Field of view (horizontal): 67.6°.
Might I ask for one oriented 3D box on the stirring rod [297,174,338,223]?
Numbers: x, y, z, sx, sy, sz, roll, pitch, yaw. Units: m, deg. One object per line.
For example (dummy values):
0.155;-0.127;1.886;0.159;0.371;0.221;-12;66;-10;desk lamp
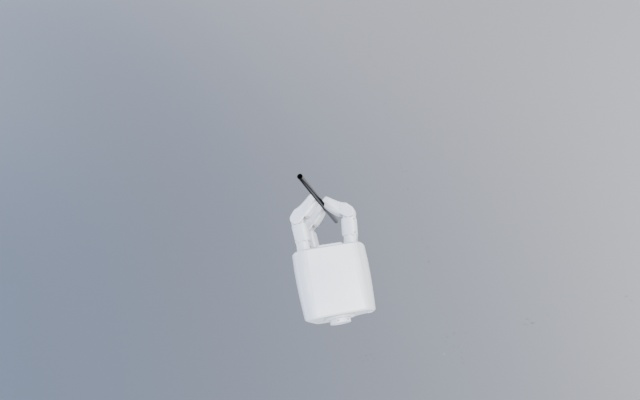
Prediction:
0.000;0.003;0.773;0.011;0.011;0.240;0;-17;15;stirring rod
